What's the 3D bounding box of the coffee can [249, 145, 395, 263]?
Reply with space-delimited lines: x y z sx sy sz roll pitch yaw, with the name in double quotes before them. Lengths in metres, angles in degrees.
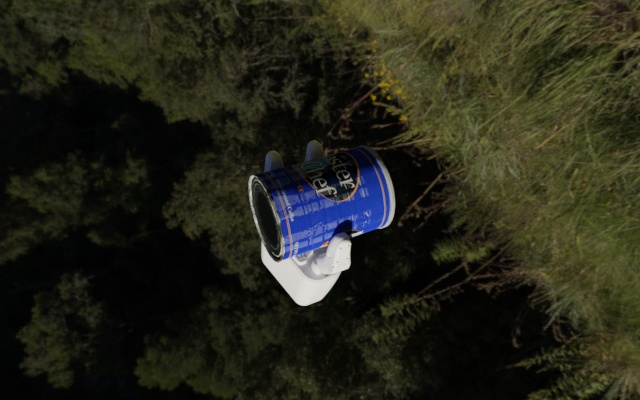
"coffee can" 0.000 0.002 0.554 0.140 0.103 0.103 -17 6 -20
